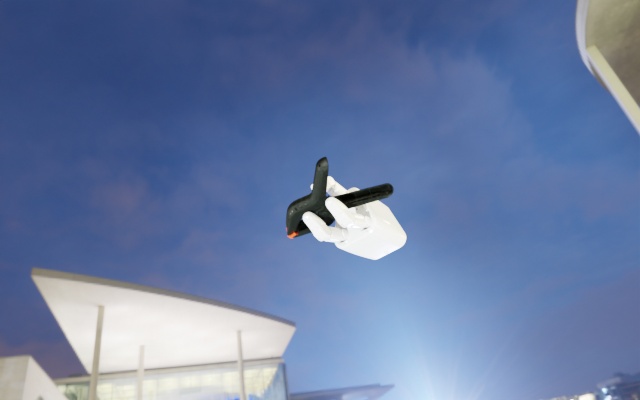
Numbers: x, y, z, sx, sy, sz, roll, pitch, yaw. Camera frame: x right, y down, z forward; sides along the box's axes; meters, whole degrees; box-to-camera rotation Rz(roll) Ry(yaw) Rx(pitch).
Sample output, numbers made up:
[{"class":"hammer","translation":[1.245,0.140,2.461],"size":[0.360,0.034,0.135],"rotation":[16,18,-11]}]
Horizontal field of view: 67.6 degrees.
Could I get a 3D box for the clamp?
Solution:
[{"class":"clamp","translation":[0.000,0.002,0.833],"size":[0.210,0.036,0.164],"rotation":[-33,-41,31]}]
